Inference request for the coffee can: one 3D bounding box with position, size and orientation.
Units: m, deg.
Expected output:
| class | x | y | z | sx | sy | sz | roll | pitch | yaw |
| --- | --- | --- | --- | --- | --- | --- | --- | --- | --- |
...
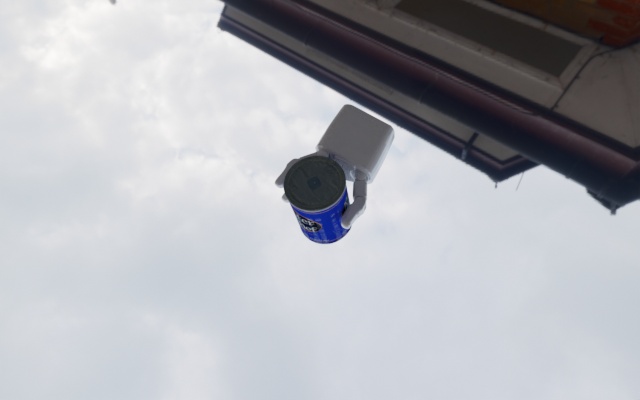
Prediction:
| class | x | y | z | sx | sy | sz | roll | pitch | yaw |
| --- | --- | --- | --- | --- | --- | --- | --- | --- | --- |
| coffee can | 0.000 | 0.003 | 0.830 | 0.103 | 0.102 | 0.140 | 0 | -27 | 9 |
